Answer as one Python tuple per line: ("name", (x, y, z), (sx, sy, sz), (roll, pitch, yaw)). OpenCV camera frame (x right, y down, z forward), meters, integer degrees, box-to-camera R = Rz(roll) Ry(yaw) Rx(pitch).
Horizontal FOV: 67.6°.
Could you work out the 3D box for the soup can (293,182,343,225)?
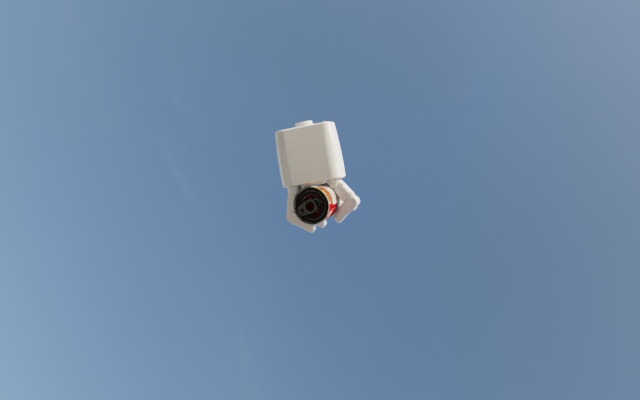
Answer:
("soup can", (0.000, 0.003, 0.888), (0.068, 0.068, 0.102), (0, 7, 20))
